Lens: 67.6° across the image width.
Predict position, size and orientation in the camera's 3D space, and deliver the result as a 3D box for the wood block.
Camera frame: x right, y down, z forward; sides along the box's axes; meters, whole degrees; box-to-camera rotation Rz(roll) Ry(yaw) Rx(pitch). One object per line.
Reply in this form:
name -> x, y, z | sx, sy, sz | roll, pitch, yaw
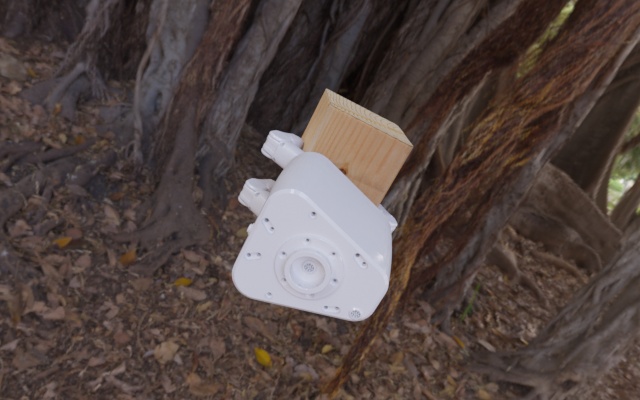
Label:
wood block -> 0.000, 0.002, 0.506 | 0.091, 0.206, 0.090 | 25, 20, -12
